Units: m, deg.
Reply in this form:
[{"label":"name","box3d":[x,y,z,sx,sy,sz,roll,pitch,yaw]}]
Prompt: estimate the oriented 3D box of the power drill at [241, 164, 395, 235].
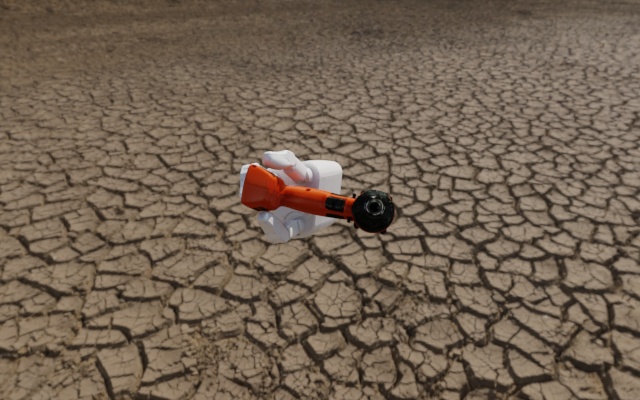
[{"label":"power drill","box3d":[0.000,0.002,0.603,0.187,0.057,0.184,13,-6,7]}]
